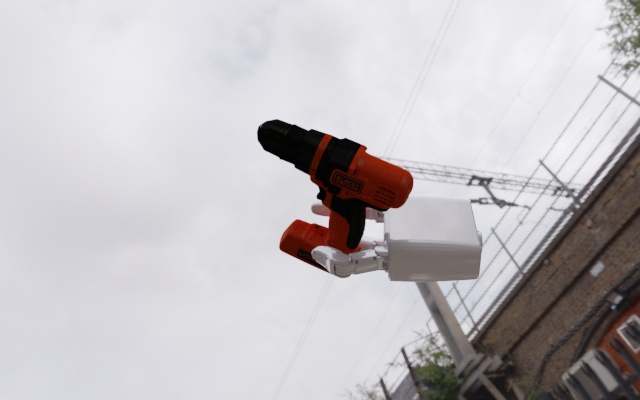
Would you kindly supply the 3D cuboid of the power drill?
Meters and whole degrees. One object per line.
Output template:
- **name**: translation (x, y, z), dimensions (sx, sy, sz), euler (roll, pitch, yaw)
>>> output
- **power drill**: translation (0.000, 0.002, 0.579), dimensions (0.184, 0.188, 0.057), euler (25, 48, 8)
